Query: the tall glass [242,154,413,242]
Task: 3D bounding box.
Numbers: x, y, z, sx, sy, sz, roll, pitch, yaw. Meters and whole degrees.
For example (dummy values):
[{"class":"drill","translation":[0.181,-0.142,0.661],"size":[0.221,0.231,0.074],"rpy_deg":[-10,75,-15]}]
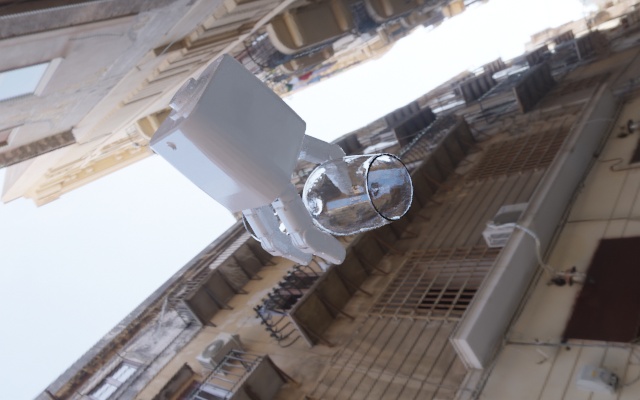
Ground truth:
[{"class":"tall glass","translation":[0.000,0.002,0.503],"size":[0.079,0.079,0.201],"rpy_deg":[0,-8,-40]}]
